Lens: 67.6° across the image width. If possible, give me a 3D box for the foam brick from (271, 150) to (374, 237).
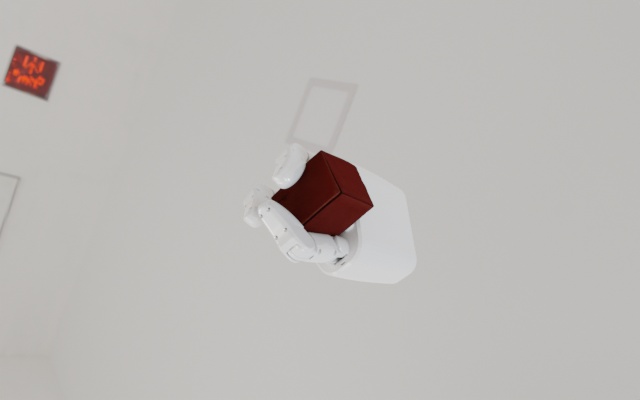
[{"bbox_3d":[0.000,0.001,0.446,0.051,0.053,0.078,18,-50,-44],"label":"foam brick"}]
